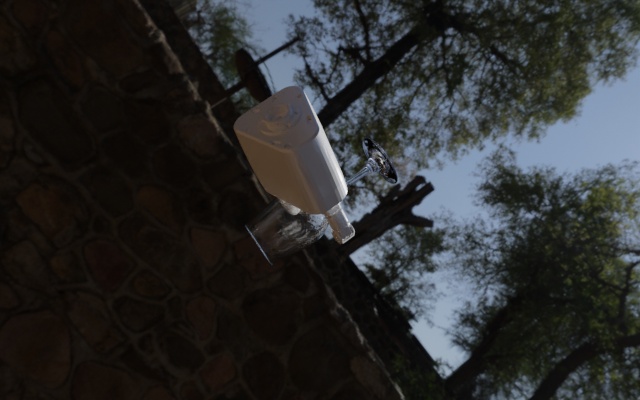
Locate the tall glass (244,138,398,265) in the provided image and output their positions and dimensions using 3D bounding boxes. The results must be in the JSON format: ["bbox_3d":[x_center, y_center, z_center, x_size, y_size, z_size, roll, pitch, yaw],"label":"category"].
[{"bbox_3d":[0.001,0.002,0.629,0.201,0.079,0.079,-35,6,-9],"label":"tall glass"}]
